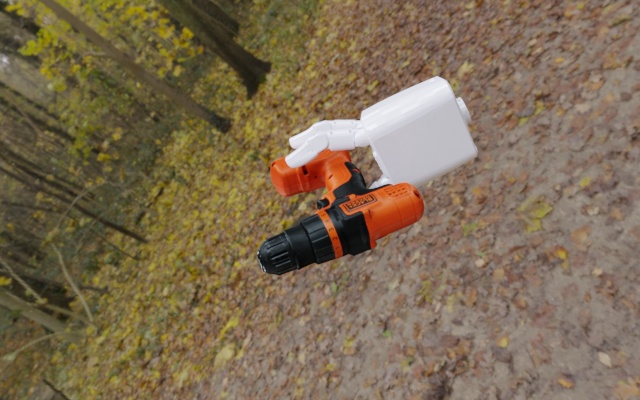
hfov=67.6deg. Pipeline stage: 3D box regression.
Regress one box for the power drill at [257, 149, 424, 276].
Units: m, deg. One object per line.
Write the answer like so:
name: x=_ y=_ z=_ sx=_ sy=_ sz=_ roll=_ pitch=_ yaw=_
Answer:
power drill: x=0.000 y=0.001 z=0.556 sx=0.184 sy=0.057 sz=0.187 roll=-20 pitch=33 yaw=-10
